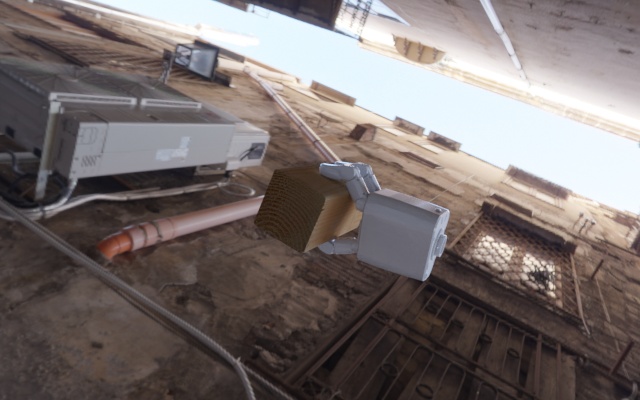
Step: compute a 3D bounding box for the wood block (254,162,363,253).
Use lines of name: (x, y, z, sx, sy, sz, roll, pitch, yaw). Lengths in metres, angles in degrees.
wood block: (0.000, 0.003, 0.742, 0.090, 0.091, 0.206, 30, 18, 20)
